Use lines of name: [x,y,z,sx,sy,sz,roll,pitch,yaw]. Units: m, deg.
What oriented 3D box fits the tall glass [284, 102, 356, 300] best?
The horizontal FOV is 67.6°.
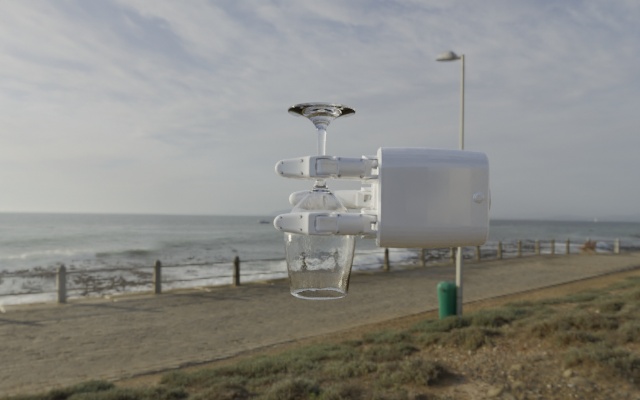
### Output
tall glass: [0.000,0.001,0.516,0.079,0.201,0.079,1,-2,0]
